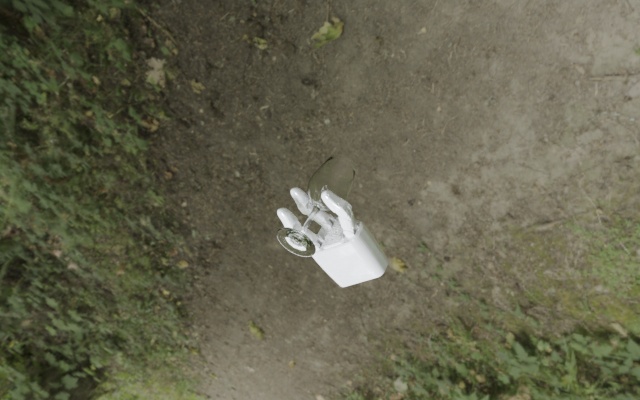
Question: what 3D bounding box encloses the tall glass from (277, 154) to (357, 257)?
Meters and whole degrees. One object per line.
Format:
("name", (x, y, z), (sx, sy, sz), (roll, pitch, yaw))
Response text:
("tall glass", (0.000, 0.003, 0.868), (0.079, 0.201, 0.079), (20, -37, 15))
